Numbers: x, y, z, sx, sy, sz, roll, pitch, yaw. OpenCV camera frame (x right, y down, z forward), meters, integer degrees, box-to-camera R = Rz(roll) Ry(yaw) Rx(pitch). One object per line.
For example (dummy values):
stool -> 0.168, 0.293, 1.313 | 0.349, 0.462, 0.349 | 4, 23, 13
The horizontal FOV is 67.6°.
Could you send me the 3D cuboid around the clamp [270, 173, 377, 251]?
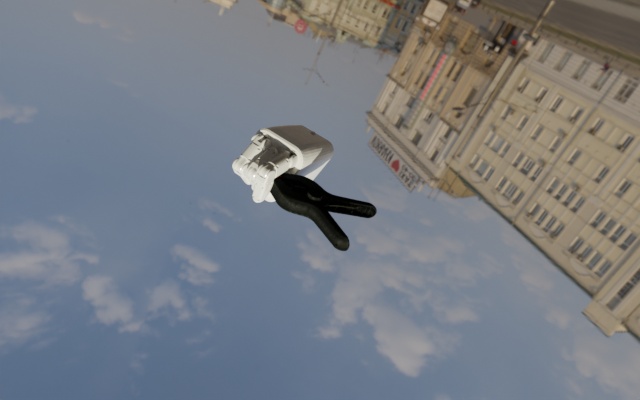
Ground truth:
clamp -> 0.000, 0.003, 0.714 | 0.171, 0.039, 0.120 | 36, 32, 19
